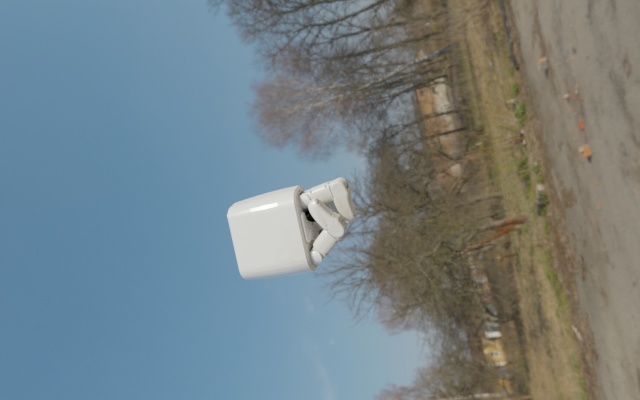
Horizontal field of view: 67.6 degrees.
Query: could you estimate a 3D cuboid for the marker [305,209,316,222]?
[{"bbox_3d":[0.000,0.002,0.681,0.020,0.020,0.121,0,19,13],"label":"marker"}]
